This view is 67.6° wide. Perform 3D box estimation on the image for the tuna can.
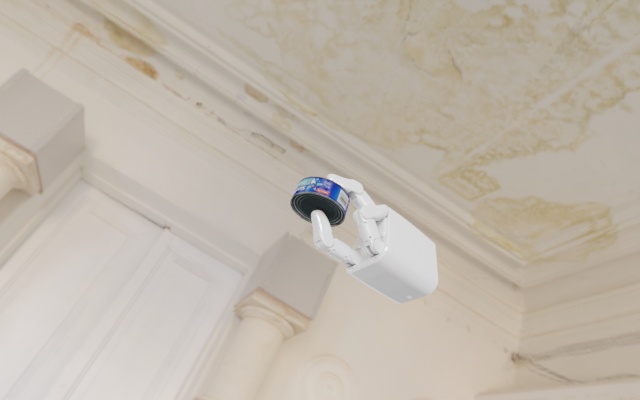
[{"bbox_3d":[0.000,0.002,0.720,0.086,0.033,0.086,14,-33,9],"label":"tuna can"}]
